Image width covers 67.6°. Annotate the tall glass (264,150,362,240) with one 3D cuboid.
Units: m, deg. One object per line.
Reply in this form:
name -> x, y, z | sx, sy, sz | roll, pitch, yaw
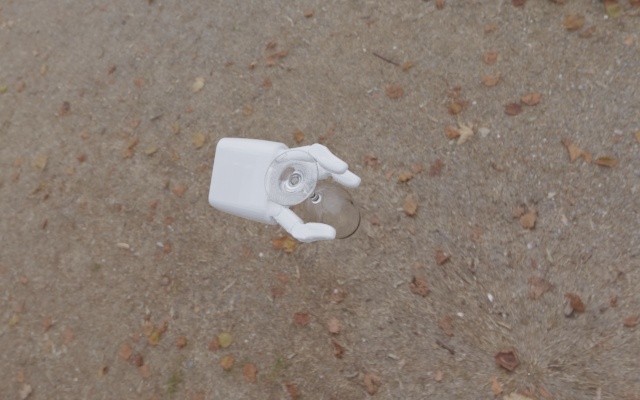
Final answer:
tall glass -> 0.000, 0.002, 0.677 | 0.079, 0.079, 0.201 | 0, -18, 24
